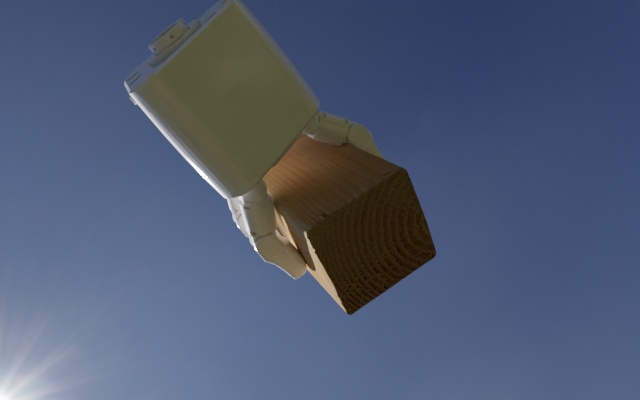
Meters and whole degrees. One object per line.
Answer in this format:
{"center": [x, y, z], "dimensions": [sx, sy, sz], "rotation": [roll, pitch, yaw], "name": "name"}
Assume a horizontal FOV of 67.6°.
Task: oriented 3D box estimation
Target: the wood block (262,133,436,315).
{"center": [0.000, 0.001, 0.445], "dimensions": [0.091, 0.090, 0.206], "rotation": [-32, 29, -12], "name": "wood block"}
